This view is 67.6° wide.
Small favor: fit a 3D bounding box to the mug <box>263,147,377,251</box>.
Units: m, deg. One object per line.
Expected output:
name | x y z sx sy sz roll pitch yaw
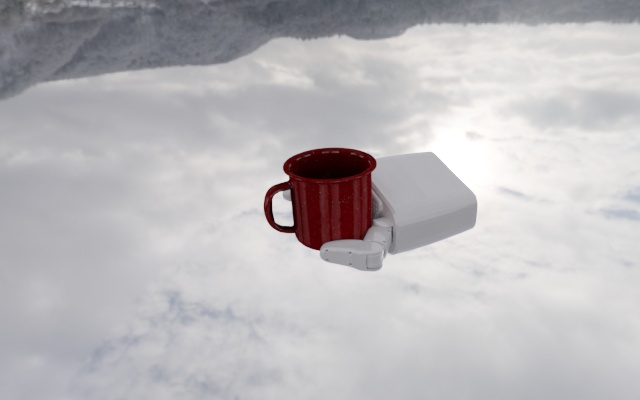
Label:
mug | -0.001 0.002 0.484 0.117 0.081 0.093 -13 27 -19
